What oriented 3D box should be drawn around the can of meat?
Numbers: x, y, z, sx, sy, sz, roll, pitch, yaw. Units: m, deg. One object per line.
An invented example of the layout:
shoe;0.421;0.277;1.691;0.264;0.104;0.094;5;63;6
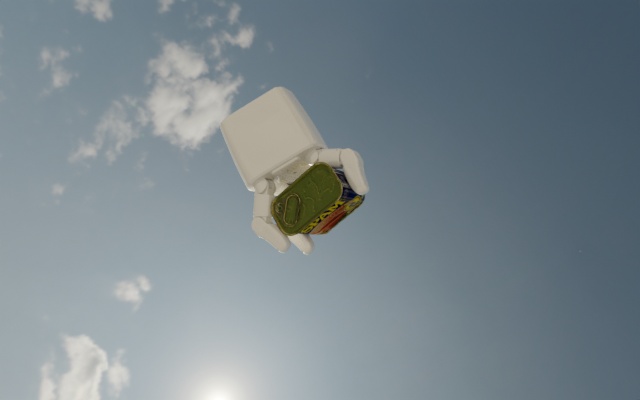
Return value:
can of meat;0.000;0.002;0.623;0.102;0.057;0.084;-40;-22;19
